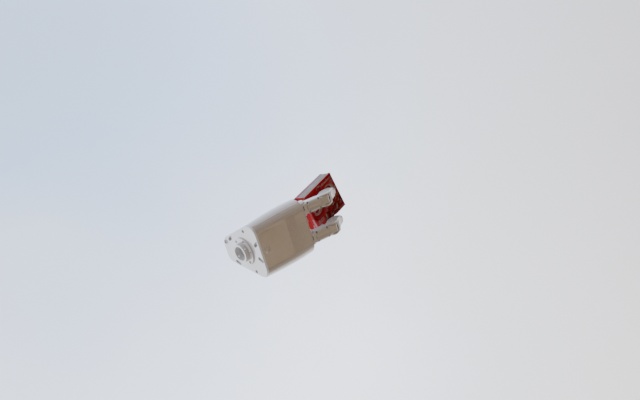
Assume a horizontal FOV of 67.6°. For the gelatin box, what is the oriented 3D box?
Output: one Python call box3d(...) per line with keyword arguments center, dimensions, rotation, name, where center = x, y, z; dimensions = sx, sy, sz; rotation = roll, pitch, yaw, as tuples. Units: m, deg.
box3d(center=(0.000, 0.003, 0.881), dimensions=(0.030, 0.073, 0.089), rotation=(-5, 31, 43), name="gelatin box")
